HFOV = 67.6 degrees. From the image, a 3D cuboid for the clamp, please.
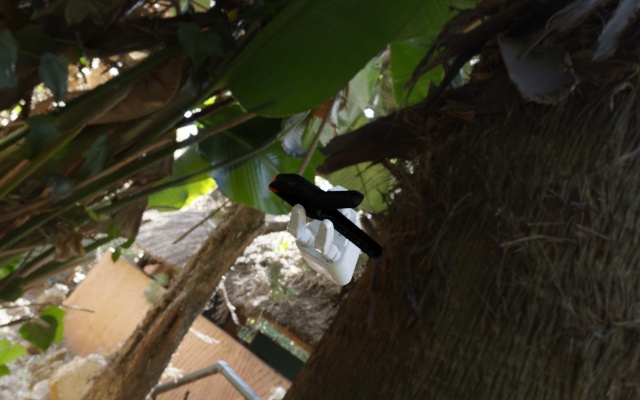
[{"bbox_3d":[0.000,0.002,0.734,0.210,0.036,0.165,29,-22,26],"label":"clamp"}]
